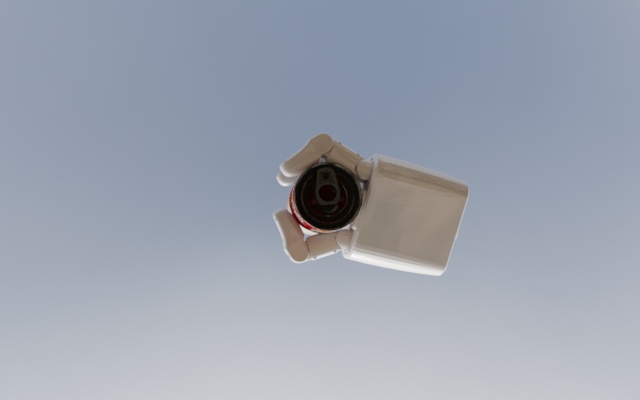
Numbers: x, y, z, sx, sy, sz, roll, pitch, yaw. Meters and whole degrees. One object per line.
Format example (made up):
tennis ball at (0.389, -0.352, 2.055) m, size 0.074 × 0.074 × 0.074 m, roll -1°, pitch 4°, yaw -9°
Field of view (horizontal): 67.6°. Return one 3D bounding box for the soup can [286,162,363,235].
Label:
soup can at (0.000, 0.002, 0.510) m, size 0.068 × 0.068 × 0.102 m, roll 0°, pitch -7°, yaw -9°
